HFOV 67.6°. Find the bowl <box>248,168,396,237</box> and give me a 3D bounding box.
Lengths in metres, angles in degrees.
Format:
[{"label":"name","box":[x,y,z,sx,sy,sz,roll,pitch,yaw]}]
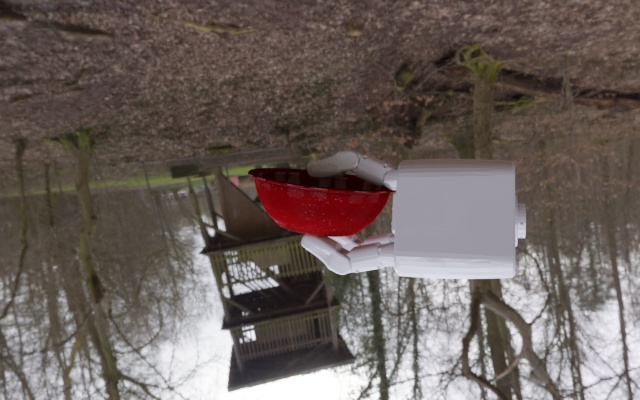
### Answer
[{"label":"bowl","box":[-0.001,0.002,0.519,0.162,0.055,0.162,6,9,-1]}]
